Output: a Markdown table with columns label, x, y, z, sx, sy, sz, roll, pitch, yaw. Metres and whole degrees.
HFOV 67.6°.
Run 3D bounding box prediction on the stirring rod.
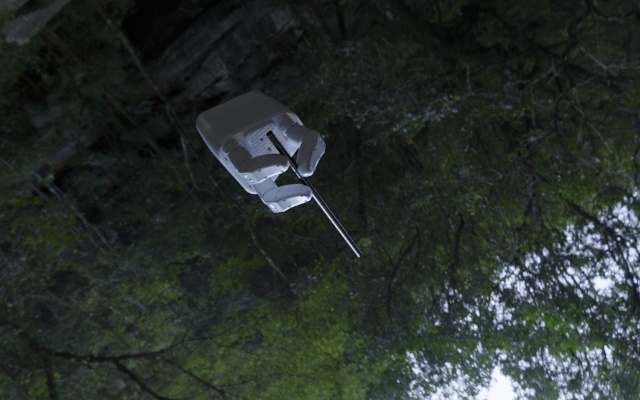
| label | x | y | z | sx | sy | sz | roll | pitch | yaw |
| --- | --- | --- | --- | --- | --- | --- | --- | --- | --- |
| stirring rod | 0.000 | 0.002 | 0.581 | 0.011 | 0.011 | 0.240 | 0 | -37 | 34 |
